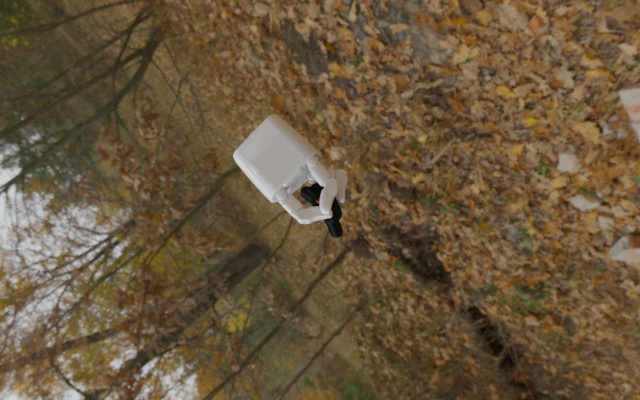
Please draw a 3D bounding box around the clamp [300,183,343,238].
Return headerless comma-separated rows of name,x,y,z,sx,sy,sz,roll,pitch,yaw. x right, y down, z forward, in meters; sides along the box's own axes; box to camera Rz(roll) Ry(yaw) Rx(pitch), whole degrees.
clamp,0.000,0.003,0.878,0.039,0.120,0.171,-42,-14,-13
